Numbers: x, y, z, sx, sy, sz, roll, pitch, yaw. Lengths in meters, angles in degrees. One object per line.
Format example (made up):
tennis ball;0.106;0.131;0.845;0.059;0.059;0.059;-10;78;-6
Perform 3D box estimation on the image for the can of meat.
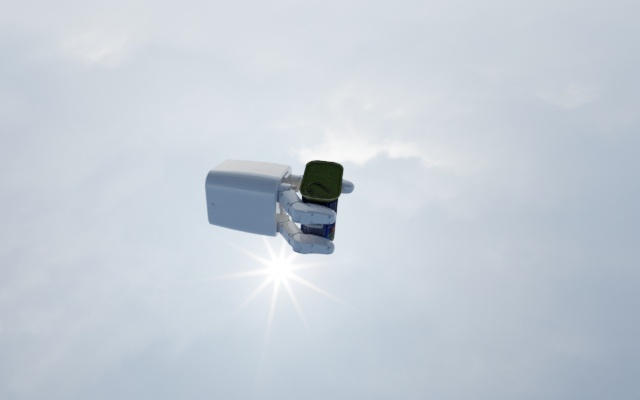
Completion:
can of meat;0.000;0.003;0.700;0.057;0.084;0.102;6;35;2
